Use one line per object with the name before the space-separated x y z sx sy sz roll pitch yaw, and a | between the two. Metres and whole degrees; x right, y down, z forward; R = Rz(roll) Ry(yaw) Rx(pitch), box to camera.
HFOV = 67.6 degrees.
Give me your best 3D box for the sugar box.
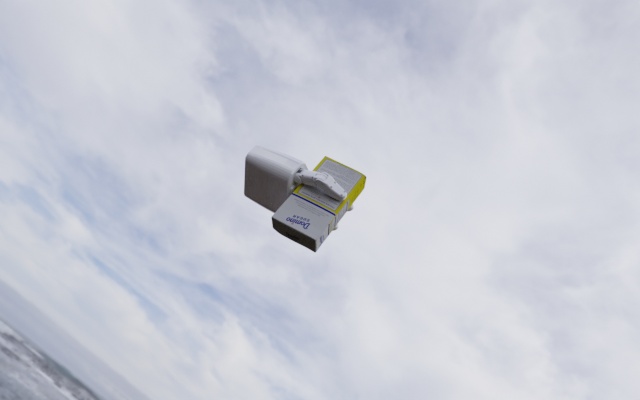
sugar box | 0.000 0.003 0.855 0.093 0.176 0.048 27 -33 19
